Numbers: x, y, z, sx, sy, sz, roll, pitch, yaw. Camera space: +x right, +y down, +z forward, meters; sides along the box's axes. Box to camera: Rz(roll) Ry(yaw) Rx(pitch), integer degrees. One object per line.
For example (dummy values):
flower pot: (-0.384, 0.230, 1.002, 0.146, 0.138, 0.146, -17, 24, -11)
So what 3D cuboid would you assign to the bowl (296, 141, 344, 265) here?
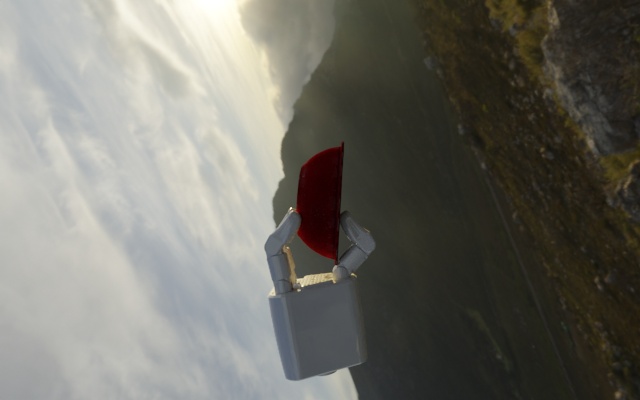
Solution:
bowl: (0.000, 0.001, 0.625, 0.055, 0.162, 0.162, 4, 0, 3)
